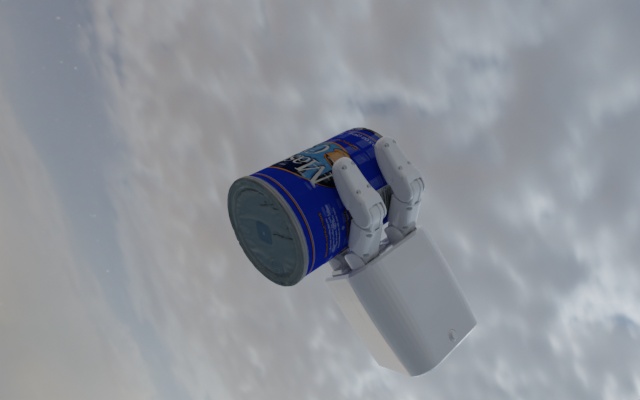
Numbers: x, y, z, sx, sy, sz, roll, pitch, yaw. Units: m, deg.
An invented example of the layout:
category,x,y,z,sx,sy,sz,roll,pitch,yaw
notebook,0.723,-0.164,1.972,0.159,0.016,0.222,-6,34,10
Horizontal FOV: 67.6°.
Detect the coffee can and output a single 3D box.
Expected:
category,x,y,z,sx,sy,sz,roll,pitch,yaw
coffee can,0.000,0.001,0.447,0.140,0.103,0.103,-29,18,-35
